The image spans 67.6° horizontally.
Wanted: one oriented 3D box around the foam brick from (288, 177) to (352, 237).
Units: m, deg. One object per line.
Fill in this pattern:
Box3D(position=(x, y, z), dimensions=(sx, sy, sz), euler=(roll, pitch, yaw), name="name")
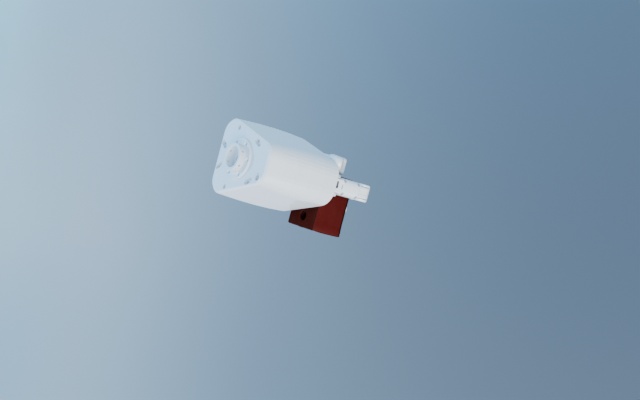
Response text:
Box3D(position=(0.000, 0.002, 0.627), dimensions=(0.051, 0.078, 0.053), euler=(14, 1, -43), name="foam brick")
